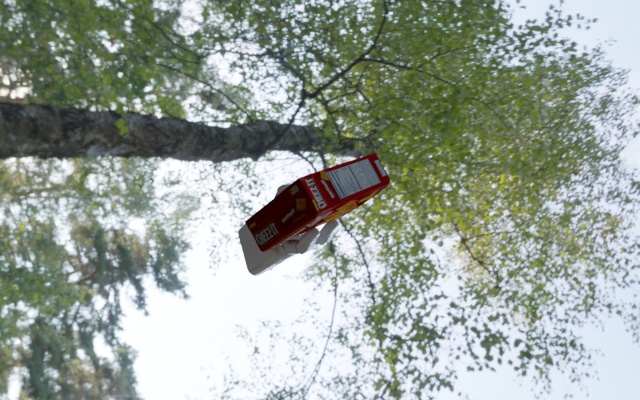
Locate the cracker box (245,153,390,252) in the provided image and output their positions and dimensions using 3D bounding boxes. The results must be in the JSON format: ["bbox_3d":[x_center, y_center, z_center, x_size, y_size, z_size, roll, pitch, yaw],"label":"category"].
[{"bbox_3d":[0.000,0.003,0.837,0.213,0.072,0.164,-22,-10,-47],"label":"cracker box"}]
